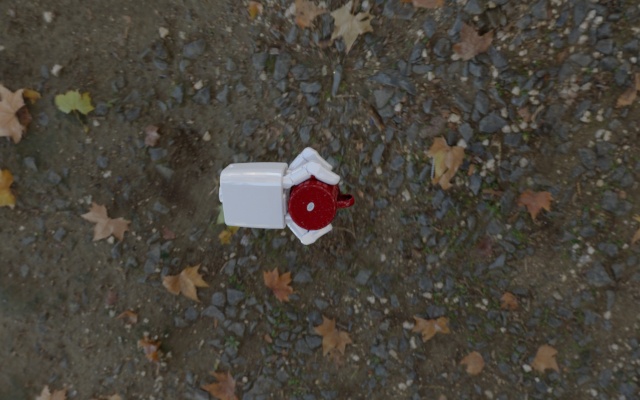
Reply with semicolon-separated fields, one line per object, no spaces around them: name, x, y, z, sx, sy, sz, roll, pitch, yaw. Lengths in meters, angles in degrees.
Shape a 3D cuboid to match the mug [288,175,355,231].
mug;0.002;0.003;0.820;0.117;0.093;0.081;1;15;3
